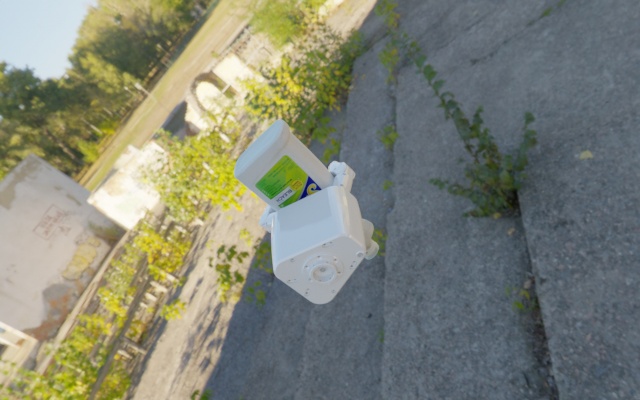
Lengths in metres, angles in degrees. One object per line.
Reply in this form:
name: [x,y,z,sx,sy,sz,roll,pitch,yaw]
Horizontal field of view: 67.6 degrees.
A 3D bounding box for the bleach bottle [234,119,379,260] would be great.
bleach bottle: [0.000,0.002,0.693,0.251,0.102,0.068,40,22,-25]
